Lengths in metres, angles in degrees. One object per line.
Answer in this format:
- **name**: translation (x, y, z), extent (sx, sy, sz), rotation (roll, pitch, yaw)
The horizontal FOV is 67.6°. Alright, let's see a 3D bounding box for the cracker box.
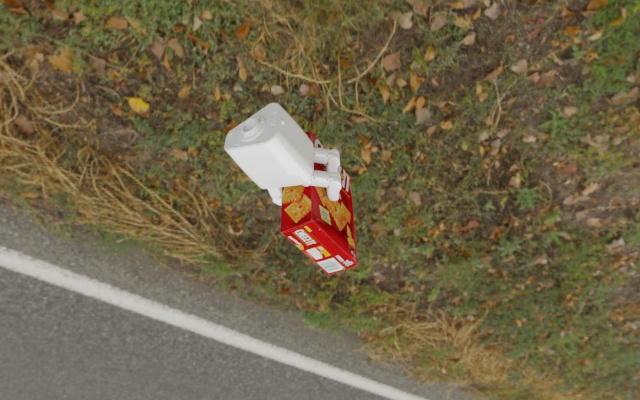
- **cracker box**: translation (0.000, 0.003, 0.878), extent (0.072, 0.213, 0.164), rotation (-21, -43, 23)
